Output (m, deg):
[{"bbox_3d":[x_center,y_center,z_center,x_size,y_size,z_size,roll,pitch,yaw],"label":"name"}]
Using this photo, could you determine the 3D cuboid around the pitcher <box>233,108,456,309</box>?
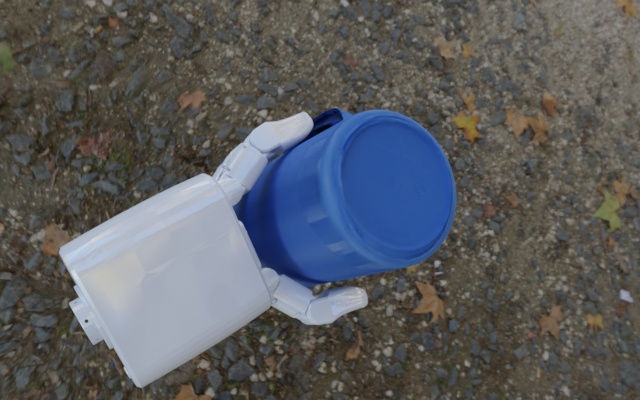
[{"bbox_3d":[0.000,0.002,0.417,0.145,0.149,0.243,-30,3,-28],"label":"pitcher"}]
